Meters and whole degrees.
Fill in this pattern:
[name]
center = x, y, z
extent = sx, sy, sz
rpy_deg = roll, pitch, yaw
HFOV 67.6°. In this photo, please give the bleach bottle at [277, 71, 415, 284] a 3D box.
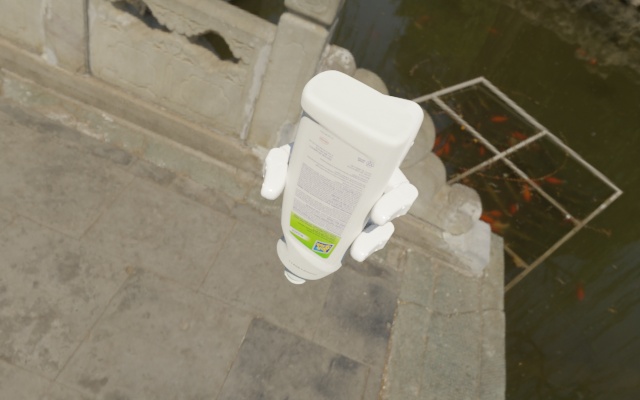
[bleach bottle]
center = 0.000, 0.002, 0.488
extent = 0.102, 0.251, 0.068
rpy_deg = 31, 44, 7
